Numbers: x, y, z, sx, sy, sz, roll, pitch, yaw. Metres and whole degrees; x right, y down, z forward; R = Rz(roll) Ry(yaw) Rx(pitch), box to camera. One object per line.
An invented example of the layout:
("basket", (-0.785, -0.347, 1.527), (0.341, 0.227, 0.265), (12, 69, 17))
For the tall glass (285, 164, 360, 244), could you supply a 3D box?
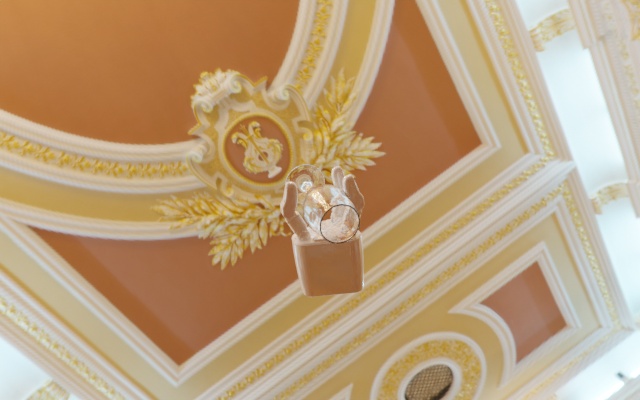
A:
("tall glass", (0.000, 0.002, 0.778), (0.079, 0.079, 0.201), (0, 19, -17))
